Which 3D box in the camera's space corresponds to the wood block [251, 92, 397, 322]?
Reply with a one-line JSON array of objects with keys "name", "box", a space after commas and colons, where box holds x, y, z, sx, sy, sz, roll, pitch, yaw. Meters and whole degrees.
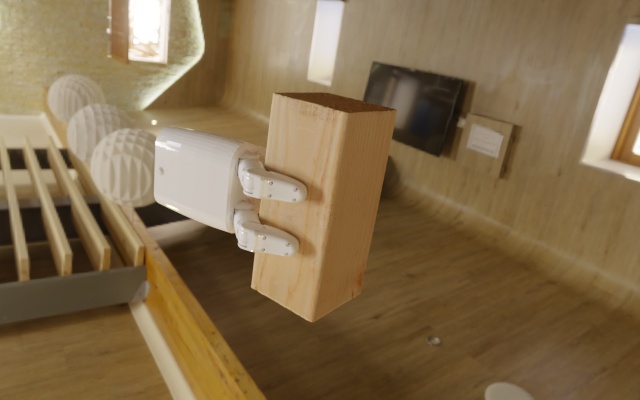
[{"name": "wood block", "box": [0.000, 0.002, 0.486, 0.090, 0.206, 0.091, 22, 23, 32]}]
